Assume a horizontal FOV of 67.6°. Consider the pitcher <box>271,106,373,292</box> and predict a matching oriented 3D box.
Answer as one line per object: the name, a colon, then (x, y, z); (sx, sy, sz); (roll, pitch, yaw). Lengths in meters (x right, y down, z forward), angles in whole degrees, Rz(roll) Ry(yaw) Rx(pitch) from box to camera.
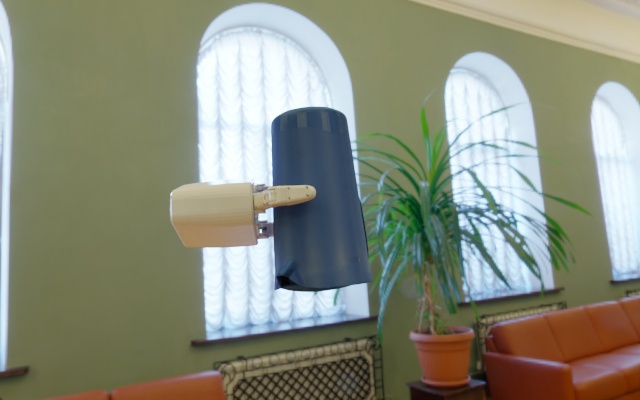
pitcher: (0.000, 0.002, 0.665); (0.145, 0.243, 0.149); (-4, -7, -6)
